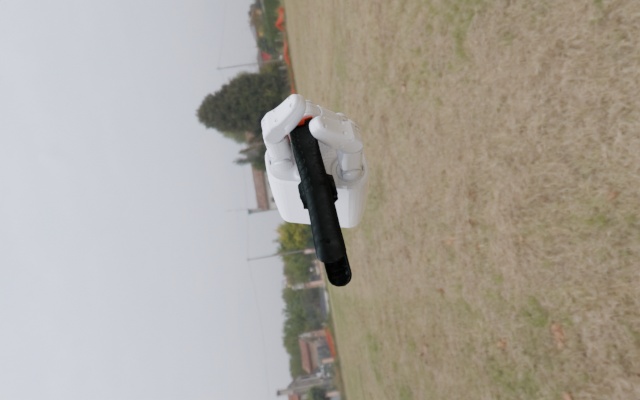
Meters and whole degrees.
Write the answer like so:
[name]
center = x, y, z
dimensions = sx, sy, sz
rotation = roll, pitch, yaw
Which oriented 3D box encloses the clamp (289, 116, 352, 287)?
[clamp]
center = -0.001, 0.001, 0.466
dimensions = 0.039, 0.171, 0.120
rotation = -10, -30, -3
